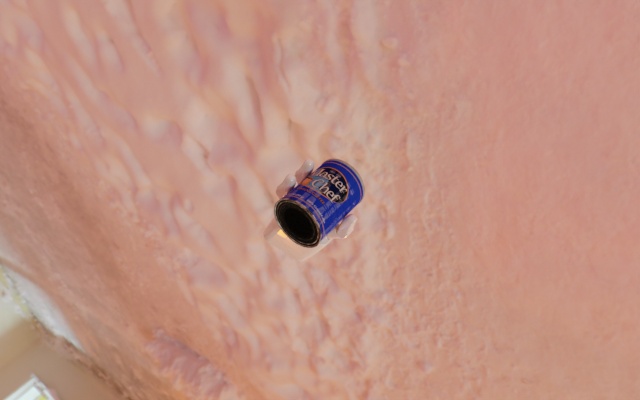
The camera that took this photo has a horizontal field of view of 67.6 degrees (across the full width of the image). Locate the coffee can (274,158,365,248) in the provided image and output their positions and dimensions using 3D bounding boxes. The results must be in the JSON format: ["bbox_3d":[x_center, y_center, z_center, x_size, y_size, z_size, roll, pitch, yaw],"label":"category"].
[{"bbox_3d":[0.000,0.003,0.856,0.103,0.103,0.140,0,32,44],"label":"coffee can"}]
